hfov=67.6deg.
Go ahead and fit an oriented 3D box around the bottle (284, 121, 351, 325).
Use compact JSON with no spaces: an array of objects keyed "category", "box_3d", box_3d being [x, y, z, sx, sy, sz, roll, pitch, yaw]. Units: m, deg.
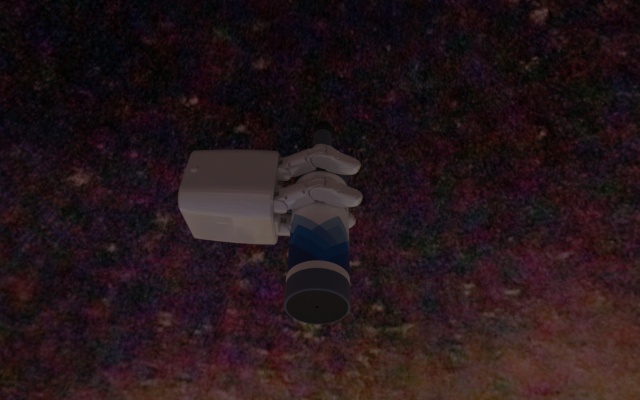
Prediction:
[{"category":"bottle","box_3d":[0.000,0.002,0.576,0.069,0.295,0.069,1,-45,1]}]
